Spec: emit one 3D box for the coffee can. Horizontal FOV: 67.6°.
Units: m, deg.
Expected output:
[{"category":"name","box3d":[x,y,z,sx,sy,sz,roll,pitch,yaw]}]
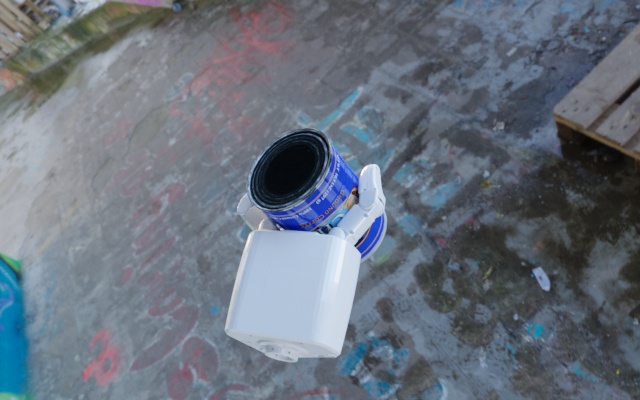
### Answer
[{"category":"coffee can","box3d":[0.000,0.002,0.535,0.103,0.102,0.140,0,-30,34]}]
